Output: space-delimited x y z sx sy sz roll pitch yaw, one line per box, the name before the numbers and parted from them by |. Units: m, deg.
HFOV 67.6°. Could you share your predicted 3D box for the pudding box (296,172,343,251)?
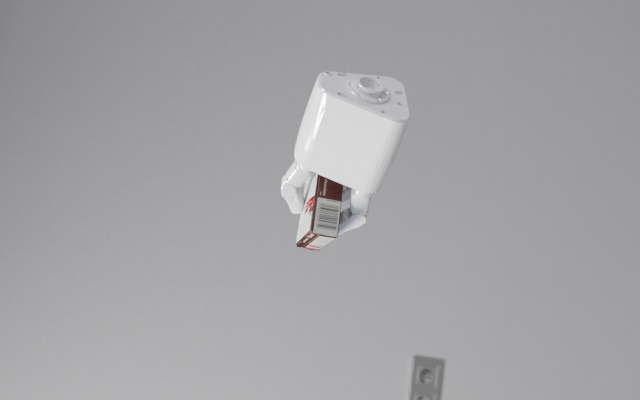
pudding box | 0.000 0.002 0.630 0.039 0.113 0.090 13 -19 -11
